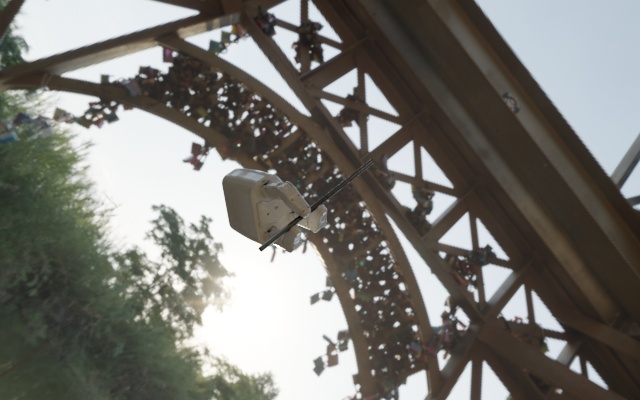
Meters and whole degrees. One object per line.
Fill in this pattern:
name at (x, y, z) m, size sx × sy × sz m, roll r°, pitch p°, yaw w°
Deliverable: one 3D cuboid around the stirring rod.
stirring rod at (0.000, 0.002, 0.715) m, size 0.239 × 0.011 × 0.011 m, roll -38°, pitch 20°, yaw -28°
